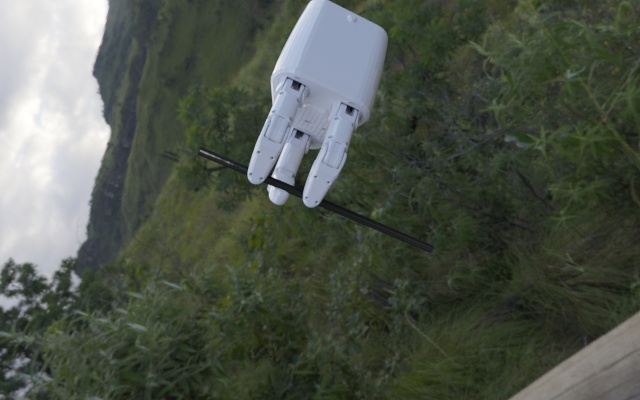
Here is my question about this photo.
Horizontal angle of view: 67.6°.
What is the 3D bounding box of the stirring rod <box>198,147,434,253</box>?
[{"bbox_3d":[0.000,0.001,0.450,0.239,0.011,0.011,23,-4,-10],"label":"stirring rod"}]
